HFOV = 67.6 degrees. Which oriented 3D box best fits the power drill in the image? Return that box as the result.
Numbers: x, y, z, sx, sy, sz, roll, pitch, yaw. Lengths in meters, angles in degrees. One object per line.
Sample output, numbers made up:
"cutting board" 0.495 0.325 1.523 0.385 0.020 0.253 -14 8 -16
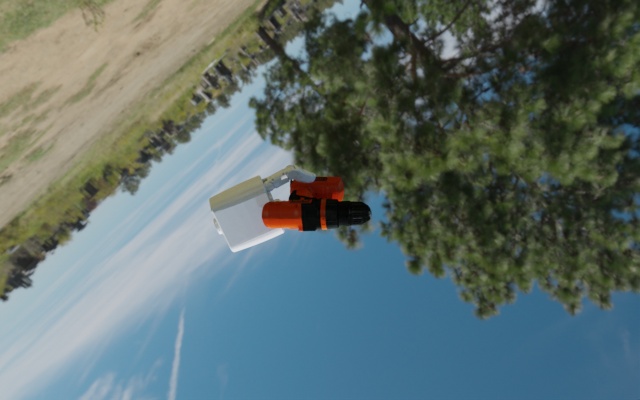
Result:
"power drill" 0.000 0.003 0.865 0.184 0.057 0.187 0 15 6
